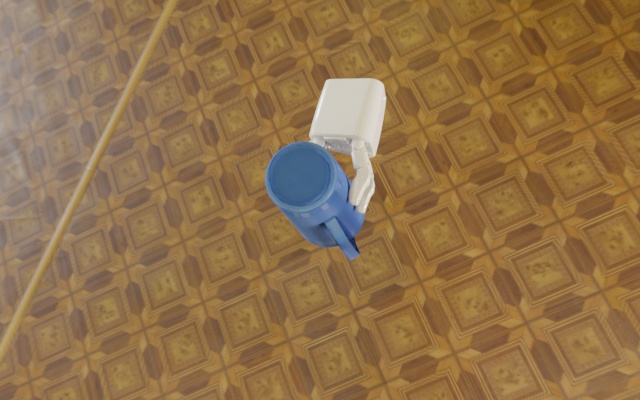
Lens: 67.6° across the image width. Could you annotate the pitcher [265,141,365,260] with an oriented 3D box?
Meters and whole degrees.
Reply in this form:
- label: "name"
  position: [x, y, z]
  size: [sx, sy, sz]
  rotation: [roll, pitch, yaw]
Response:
- label: "pitcher"
  position: [0.000, 0.002, 0.785]
  size: [0.149, 0.145, 0.243]
  rotation: [14, -11, 15]
